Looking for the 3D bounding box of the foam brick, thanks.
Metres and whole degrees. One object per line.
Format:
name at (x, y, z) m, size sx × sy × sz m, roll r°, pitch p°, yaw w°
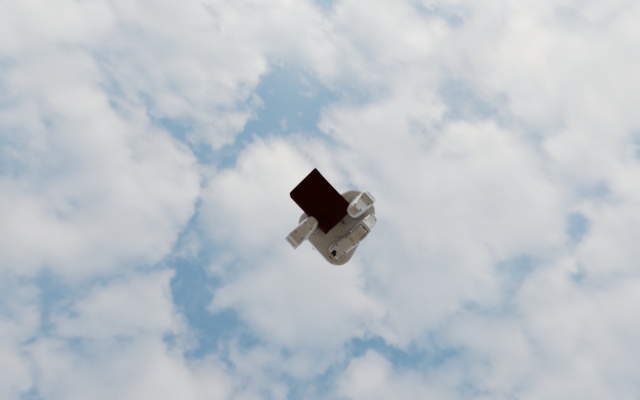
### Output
foam brick at (0.000, 0.002, 0.676) m, size 0.053 × 0.078 × 0.051 m, roll -43°, pitch -3°, yaw -6°
